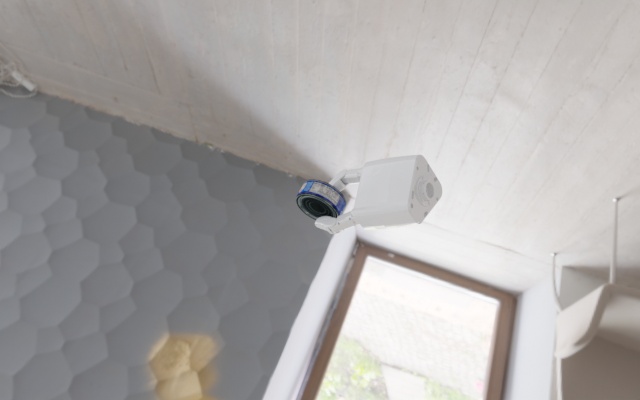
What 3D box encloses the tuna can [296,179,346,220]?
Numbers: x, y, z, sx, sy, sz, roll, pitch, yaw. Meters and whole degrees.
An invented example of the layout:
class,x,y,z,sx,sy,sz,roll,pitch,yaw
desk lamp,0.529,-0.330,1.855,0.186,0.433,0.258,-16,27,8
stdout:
class,x,y,z,sx,sy,sz,roll,pitch,yaw
tuna can,0.000,0.003,0.844,0.086,0.033,0.086,21,-29,13
